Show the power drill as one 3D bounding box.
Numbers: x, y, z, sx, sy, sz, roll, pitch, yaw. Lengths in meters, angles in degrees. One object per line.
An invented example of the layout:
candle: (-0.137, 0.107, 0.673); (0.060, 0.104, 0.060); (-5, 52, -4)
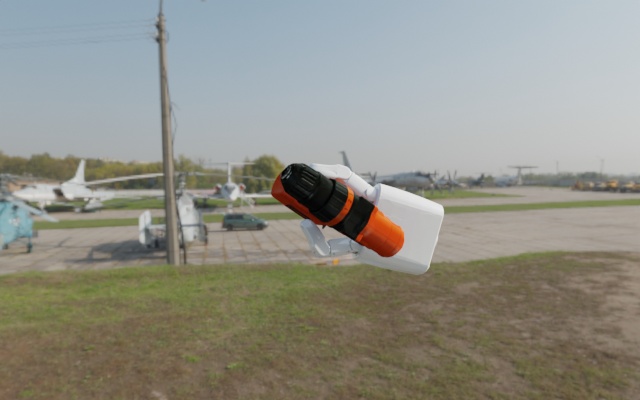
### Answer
power drill: (0.000, 0.002, 0.632); (0.184, 0.057, 0.187); (35, -5, -26)
